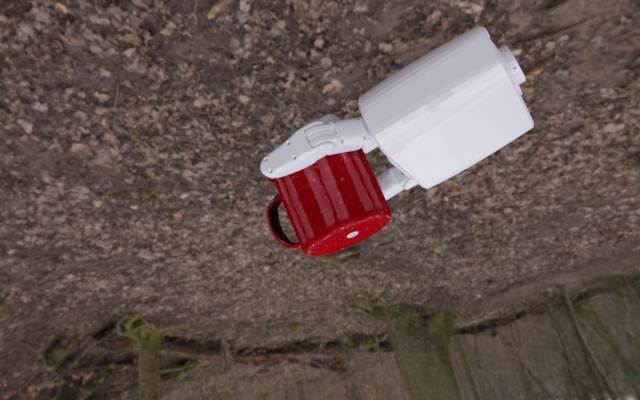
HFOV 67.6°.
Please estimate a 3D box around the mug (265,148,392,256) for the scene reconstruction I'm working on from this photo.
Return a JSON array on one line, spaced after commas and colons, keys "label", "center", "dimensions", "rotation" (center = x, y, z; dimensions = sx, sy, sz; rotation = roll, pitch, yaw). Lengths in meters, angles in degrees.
[{"label": "mug", "center": [-0.001, 0.002, 0.415], "dimensions": [0.117, 0.081, 0.093], "rotation": [-32, -19, 25]}]
